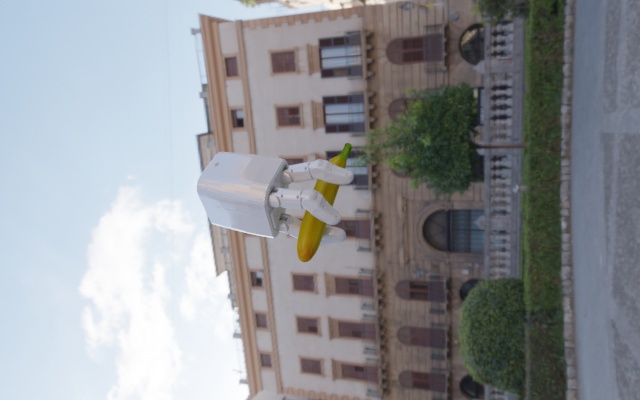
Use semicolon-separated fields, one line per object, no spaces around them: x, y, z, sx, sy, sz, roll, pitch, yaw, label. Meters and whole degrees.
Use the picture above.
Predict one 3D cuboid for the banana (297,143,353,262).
-0.001;0.007;0.699;0.037;0.197;0.070;18;-26;3;banana
